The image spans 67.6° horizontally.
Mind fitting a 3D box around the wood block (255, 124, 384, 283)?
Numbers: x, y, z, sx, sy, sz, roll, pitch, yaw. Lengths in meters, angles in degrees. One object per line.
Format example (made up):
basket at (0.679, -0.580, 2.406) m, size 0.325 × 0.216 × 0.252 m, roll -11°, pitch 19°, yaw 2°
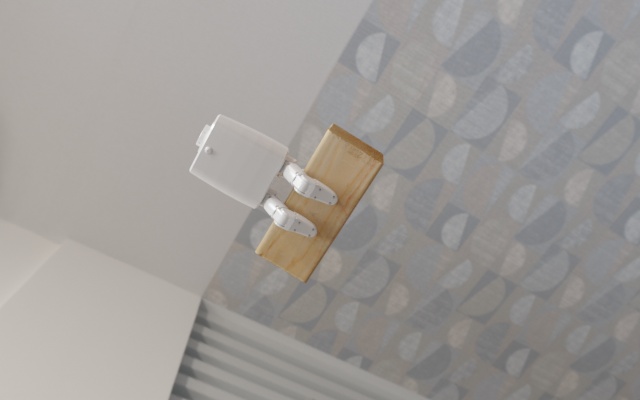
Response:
wood block at (0.000, 0.002, 0.699) m, size 0.090 × 0.206 × 0.090 m, roll 31°, pitch 17°, yaw -3°
